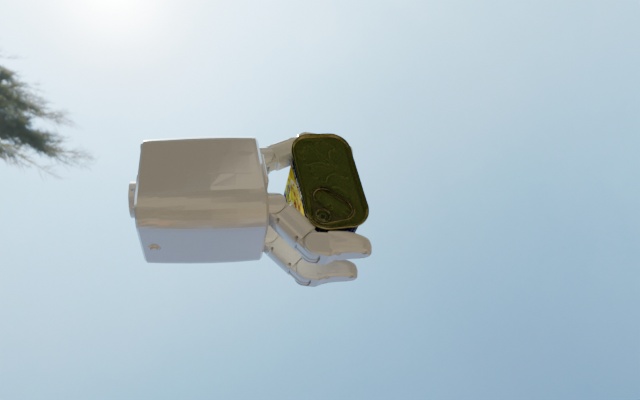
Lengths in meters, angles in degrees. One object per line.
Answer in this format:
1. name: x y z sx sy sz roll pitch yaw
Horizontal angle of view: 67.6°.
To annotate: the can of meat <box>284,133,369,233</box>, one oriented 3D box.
1. can of meat: 0.000 0.002 0.459 0.057 0.102 0.084 -5 -31 -16
